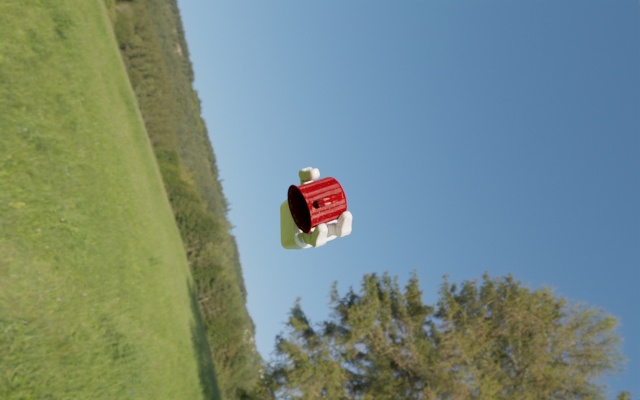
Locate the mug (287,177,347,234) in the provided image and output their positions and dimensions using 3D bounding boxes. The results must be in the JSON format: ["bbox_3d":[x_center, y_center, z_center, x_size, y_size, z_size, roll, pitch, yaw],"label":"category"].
[{"bbox_3d":[0.001,0.003,0.869,0.081,0.093,0.117,-19,-1,-25],"label":"mug"}]
